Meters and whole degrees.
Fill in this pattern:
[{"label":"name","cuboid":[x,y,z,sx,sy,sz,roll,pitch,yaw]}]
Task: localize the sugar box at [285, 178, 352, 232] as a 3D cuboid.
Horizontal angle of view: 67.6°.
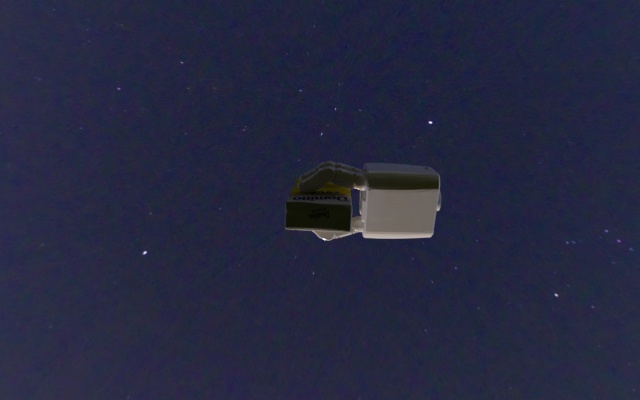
[{"label":"sugar box","cuboid":[0.000,0.002,0.731,0.093,0.048,0.176,3,11,1]}]
